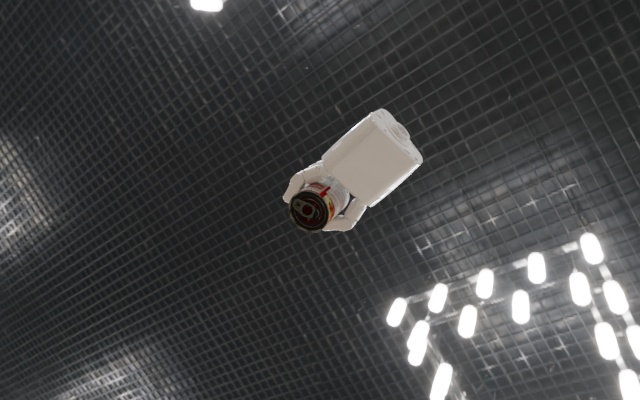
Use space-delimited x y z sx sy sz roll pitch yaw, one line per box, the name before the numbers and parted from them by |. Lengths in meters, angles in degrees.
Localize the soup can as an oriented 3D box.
soup can | 0.000 0.003 0.767 0.068 0.068 0.102 0 17 23
